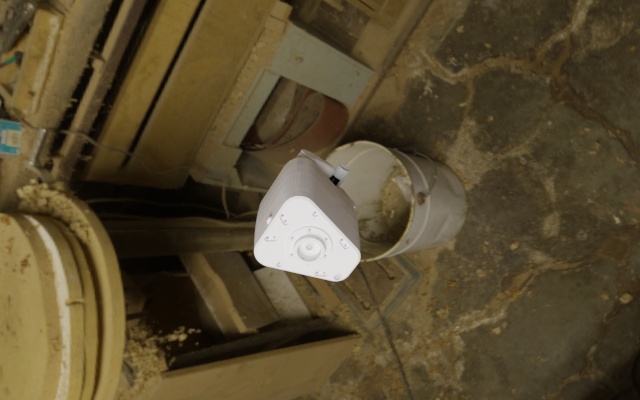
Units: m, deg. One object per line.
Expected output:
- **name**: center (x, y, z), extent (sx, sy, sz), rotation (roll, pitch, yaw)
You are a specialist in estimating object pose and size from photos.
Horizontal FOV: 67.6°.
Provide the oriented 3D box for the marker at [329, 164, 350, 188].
- **marker**: center (0.000, 0.002, 0.666), extent (0.020, 0.121, 0.020), rotation (30, 21, -13)
